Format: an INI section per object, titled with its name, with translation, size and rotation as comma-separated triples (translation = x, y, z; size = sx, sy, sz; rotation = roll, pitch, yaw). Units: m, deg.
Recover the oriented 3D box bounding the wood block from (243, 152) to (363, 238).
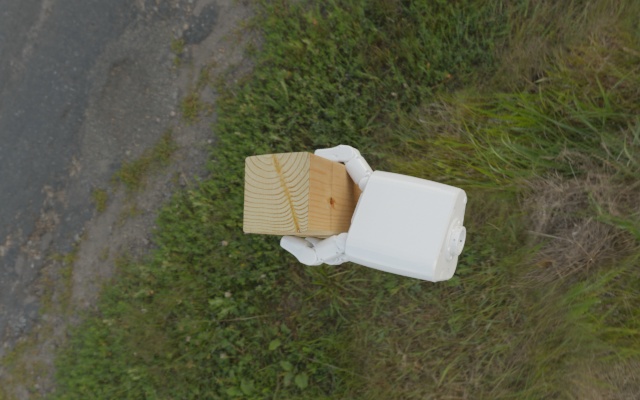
[wood block]
translation = 0.000, 0.002, 0.620
size = 0.090, 0.091, 0.206
rotation = -2, -7, 29
